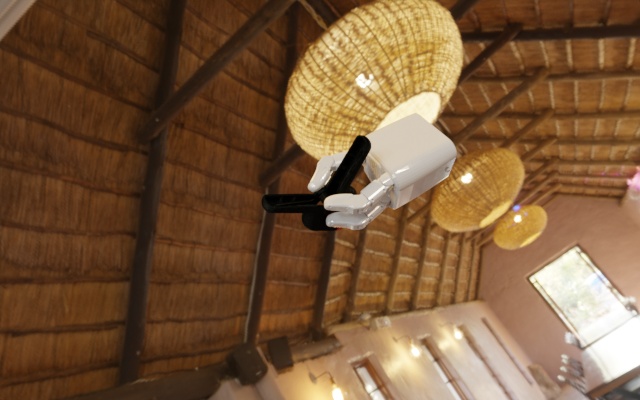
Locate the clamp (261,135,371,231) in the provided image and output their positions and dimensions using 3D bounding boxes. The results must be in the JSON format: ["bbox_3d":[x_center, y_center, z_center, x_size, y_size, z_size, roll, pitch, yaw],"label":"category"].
[{"bbox_3d":[0.000,0.002,0.699,0.164,0.036,0.210,-29,-25,-11],"label":"clamp"}]
